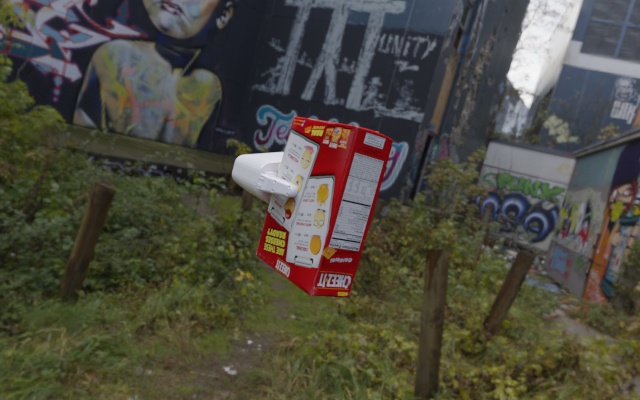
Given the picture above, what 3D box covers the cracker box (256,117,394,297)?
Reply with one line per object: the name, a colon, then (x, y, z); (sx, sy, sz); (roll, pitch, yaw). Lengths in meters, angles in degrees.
cracker box: (0.000, 0.002, 0.649); (0.072, 0.214, 0.164); (11, 6, -34)
